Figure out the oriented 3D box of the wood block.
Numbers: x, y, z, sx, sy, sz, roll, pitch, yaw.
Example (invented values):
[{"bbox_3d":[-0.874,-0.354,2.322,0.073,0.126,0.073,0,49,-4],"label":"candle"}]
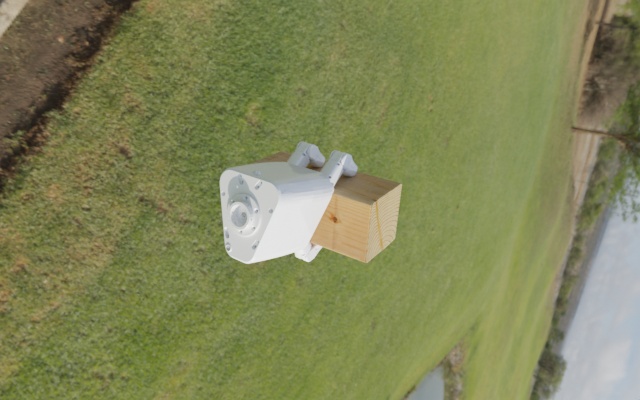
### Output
[{"bbox_3d":[0.000,0.003,0.686,0.206,0.091,0.090,18,29,29],"label":"wood block"}]
